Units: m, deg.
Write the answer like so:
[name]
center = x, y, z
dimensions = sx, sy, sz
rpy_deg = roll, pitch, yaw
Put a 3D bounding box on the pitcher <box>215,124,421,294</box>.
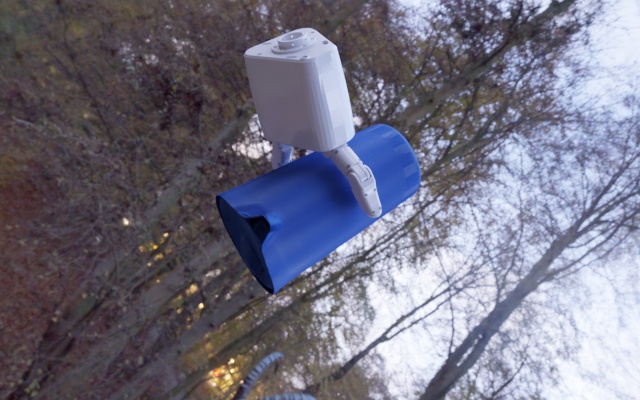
[pitcher]
center = 0.000, 0.002, 0.608
dimensions = 0.243, 0.145, 0.149
rpy_deg = -29, 37, -20
